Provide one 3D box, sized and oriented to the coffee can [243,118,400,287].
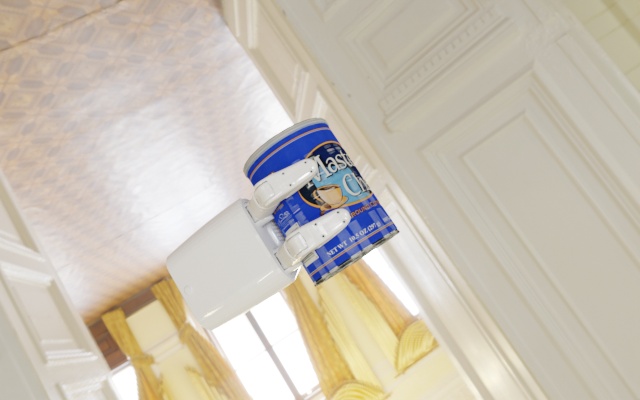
[{"bbox_3d":[0.000,0.001,0.492,0.103,0.140,0.103,-32,-10,-6],"label":"coffee can"}]
